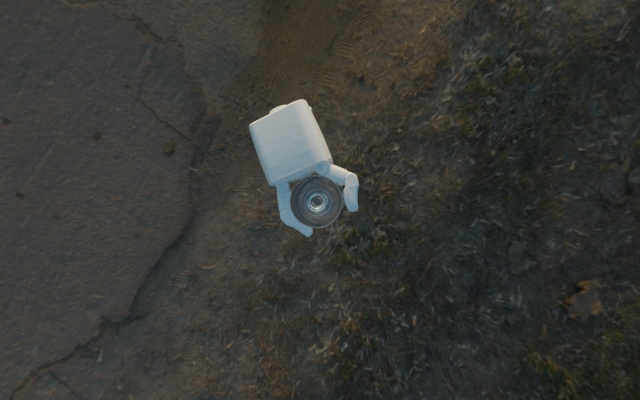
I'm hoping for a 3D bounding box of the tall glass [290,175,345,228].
[{"bbox_3d":[0.000,0.003,0.767,0.079,0.079,0.201,0,-1,4],"label":"tall glass"}]
